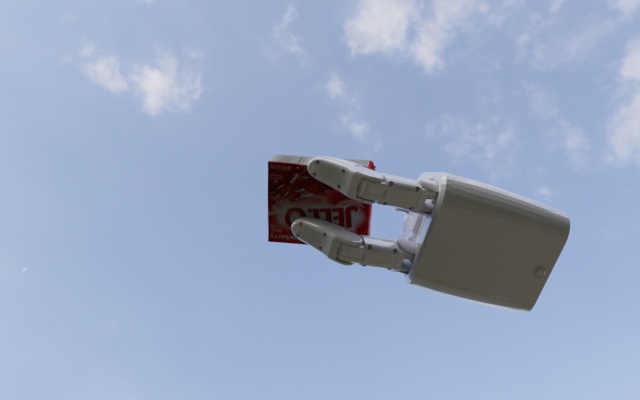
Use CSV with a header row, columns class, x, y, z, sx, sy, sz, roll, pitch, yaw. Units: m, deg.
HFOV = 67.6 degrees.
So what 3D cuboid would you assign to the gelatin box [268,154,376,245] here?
class,x,y,z,sx,sy,sz,roll,pitch,yaw
gelatin box,0.000,0.001,0.409,0.089,0.073,0.030,5,20,8
